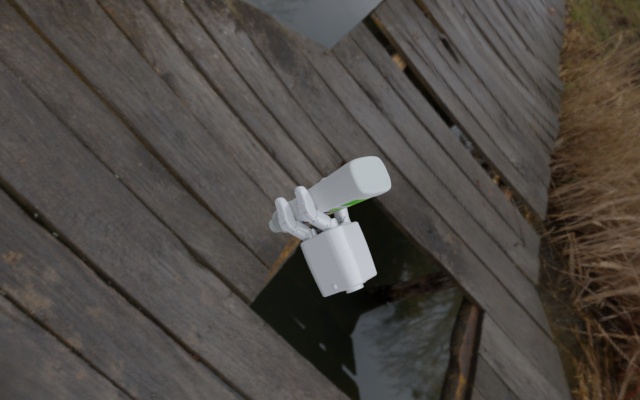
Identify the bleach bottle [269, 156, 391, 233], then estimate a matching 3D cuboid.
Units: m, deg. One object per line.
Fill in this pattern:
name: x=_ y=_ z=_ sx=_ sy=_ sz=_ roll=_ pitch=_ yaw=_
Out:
bleach bottle: x=0.000 y=0.003 z=0.866 sx=0.251 sy=0.068 sz=0.102 roll=-28 pitch=-10 yaw=40
